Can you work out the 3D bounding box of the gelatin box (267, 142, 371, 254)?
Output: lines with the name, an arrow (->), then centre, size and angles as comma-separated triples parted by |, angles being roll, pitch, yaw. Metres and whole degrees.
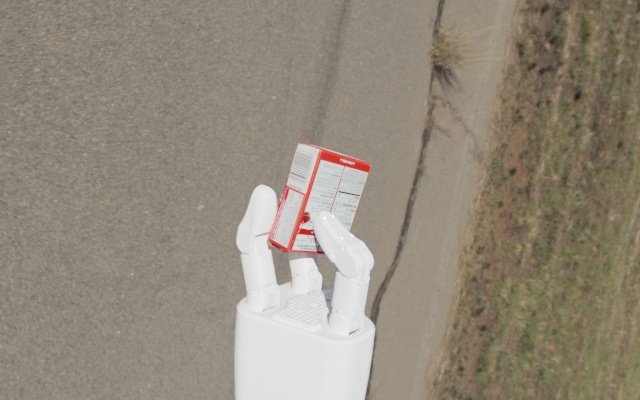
gelatin box -> 0.000, 0.001, 0.408 | 0.030, 0.089, 0.073 | 24, 9, 39
